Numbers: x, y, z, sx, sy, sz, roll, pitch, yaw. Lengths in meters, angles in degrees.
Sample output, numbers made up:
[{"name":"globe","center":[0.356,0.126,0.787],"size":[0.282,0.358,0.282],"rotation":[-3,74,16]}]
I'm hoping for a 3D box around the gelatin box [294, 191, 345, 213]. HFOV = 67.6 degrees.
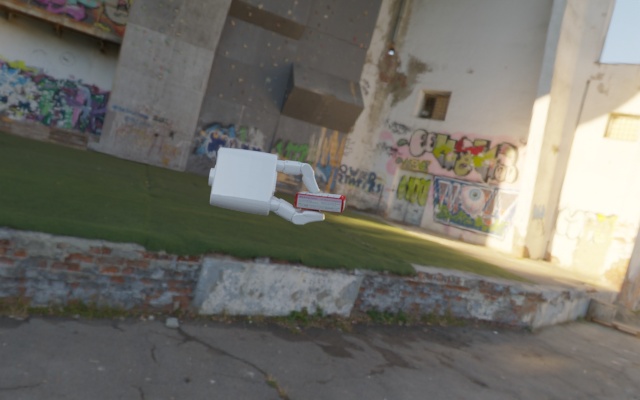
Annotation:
[{"name":"gelatin box","center":[0.001,0.002,0.891],"size":[0.089,0.030,0.073],"rotation":[6,5,5]}]
